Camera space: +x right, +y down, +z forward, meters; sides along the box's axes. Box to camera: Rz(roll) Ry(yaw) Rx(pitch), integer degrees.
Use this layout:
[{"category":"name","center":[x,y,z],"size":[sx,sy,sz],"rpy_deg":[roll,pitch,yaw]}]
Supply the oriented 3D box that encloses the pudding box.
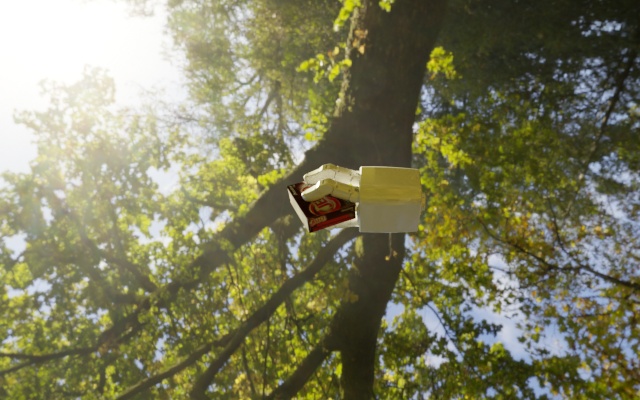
[{"category":"pudding box","center":[0.000,0.003,0.850],"size":[0.090,0.039,0.113],"rpy_deg":[-16,35,-16]}]
